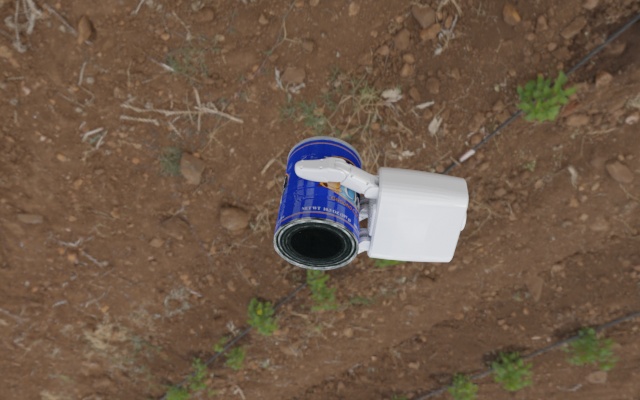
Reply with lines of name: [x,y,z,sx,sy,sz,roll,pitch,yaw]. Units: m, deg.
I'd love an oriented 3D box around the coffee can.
coffee can: [0.000,0.002,0.610,0.103,0.140,0.103,4,-41,3]
